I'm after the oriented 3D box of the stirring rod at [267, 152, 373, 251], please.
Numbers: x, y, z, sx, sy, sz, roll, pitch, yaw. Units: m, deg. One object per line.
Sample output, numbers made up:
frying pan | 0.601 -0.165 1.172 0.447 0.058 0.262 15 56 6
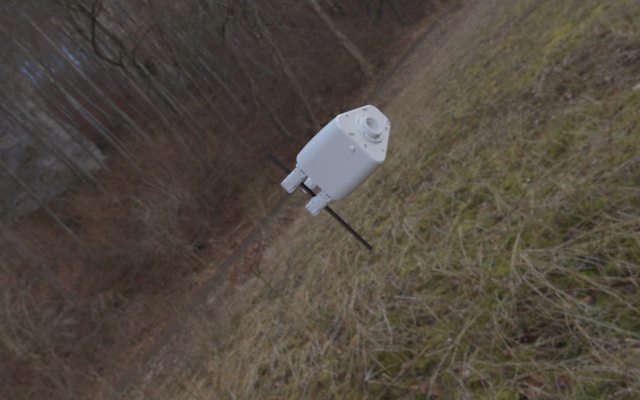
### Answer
stirring rod | 0.000 0.003 0.816 0.239 0.011 0.011 43 -5 -5
